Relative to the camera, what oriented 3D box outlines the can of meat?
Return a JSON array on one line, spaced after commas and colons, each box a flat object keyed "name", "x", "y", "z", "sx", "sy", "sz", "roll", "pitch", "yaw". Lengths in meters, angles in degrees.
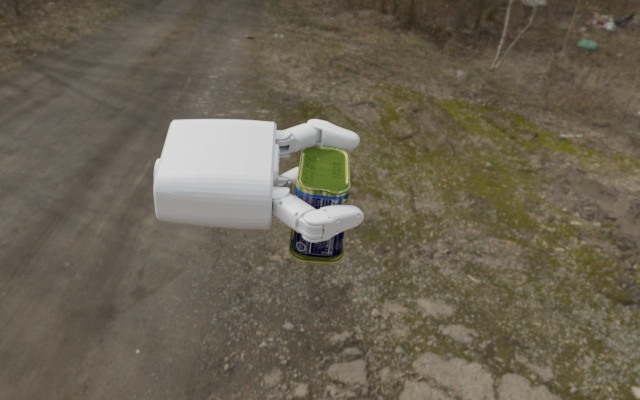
[{"name": "can of meat", "x": 0.000, "y": 0.001, "z": 0.491, "sx": 0.057, "sy": 0.084, "sz": 0.102, "roll": 5, "pitch": 31, "yaw": -1}]
